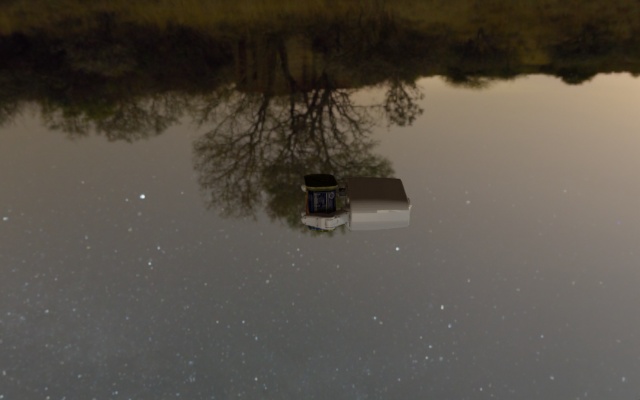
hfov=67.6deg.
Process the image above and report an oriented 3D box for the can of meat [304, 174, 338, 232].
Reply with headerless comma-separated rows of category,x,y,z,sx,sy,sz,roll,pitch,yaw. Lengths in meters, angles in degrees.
can of meat,0.000,0.003,0.875,0.057,0.084,0.102,-2,16,-4
